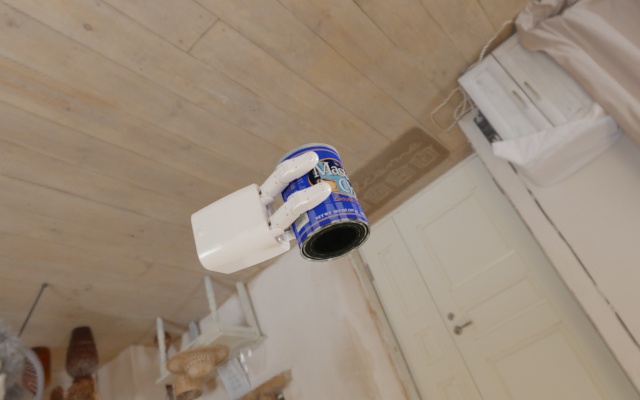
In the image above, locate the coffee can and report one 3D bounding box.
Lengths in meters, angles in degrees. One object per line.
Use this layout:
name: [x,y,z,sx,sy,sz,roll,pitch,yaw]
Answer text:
coffee can: [0.000,0.002,0.687,0.103,0.140,0.103,-15,-33,-10]
